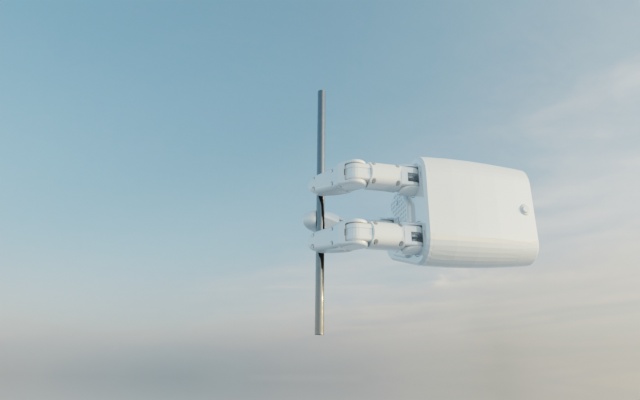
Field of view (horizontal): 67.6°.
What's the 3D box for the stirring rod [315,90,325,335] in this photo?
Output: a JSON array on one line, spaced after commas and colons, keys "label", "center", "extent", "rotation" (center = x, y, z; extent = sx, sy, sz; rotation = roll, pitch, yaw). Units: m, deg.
[{"label": "stirring rod", "center": [0.000, 0.002, 0.448], "extent": [0.011, 0.239, 0.011], "rotation": [0, -20, 0]}]
